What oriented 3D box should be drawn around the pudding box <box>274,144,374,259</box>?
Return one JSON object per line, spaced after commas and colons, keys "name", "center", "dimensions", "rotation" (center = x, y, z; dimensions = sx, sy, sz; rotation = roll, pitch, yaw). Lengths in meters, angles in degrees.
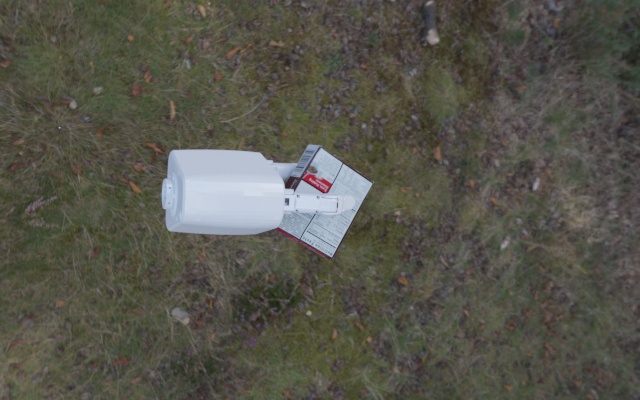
{"name": "pudding box", "center": [0.000, 0.002, 0.579], "dimensions": [0.090, 0.113, 0.039], "rotation": [33, -6, -24]}
